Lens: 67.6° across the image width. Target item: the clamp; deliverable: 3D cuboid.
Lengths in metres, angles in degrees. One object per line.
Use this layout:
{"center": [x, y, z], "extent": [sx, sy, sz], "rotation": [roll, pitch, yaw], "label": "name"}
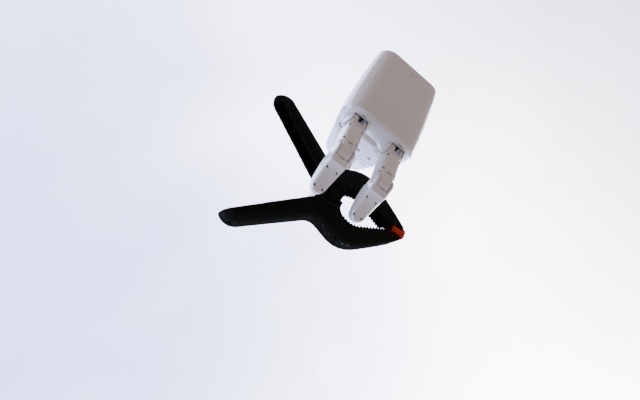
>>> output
{"center": [0.000, 0.002, 0.528], "extent": [0.210, 0.164, 0.036], "rotation": [36, -28, -14], "label": "clamp"}
